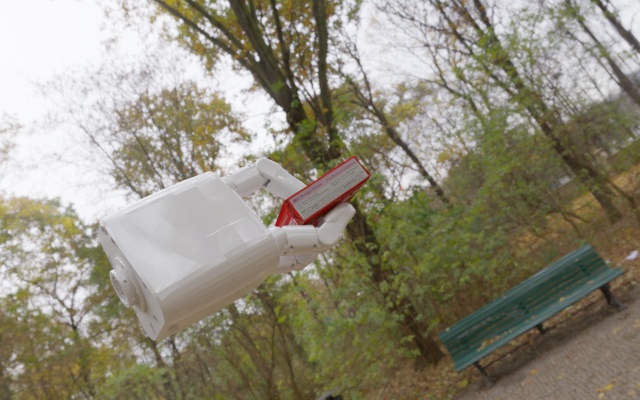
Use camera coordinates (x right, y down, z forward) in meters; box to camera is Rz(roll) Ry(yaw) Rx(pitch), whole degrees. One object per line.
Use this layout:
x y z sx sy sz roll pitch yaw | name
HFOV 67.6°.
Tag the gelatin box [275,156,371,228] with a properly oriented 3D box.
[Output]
0.000 0.001 0.474 0.089 0.030 0.073 -35 -9 -23 | gelatin box
